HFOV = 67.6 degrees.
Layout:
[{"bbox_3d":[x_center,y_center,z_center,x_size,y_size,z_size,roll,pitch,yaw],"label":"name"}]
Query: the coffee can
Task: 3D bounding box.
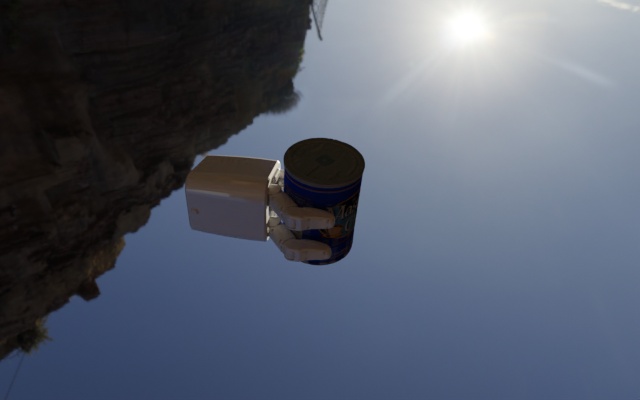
[{"bbox_3d":[0.000,0.002,0.641,0.103,0.140,0.102,3,39,-3],"label":"coffee can"}]
